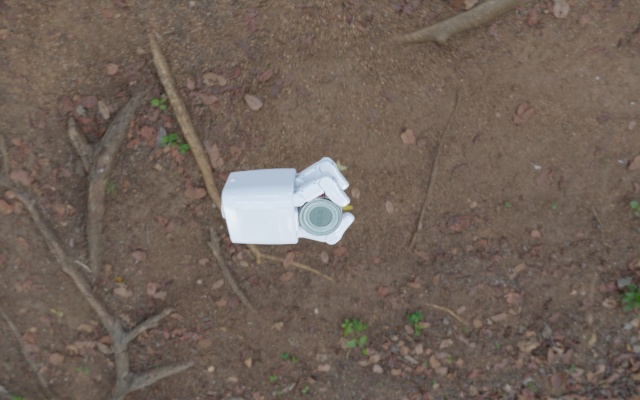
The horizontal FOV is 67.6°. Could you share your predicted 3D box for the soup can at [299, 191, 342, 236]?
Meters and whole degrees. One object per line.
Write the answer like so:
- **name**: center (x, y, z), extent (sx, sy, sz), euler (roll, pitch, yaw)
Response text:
- **soup can**: center (0.001, 0.003, 0.760), extent (0.068, 0.068, 0.102), euler (0, 28, 1)
